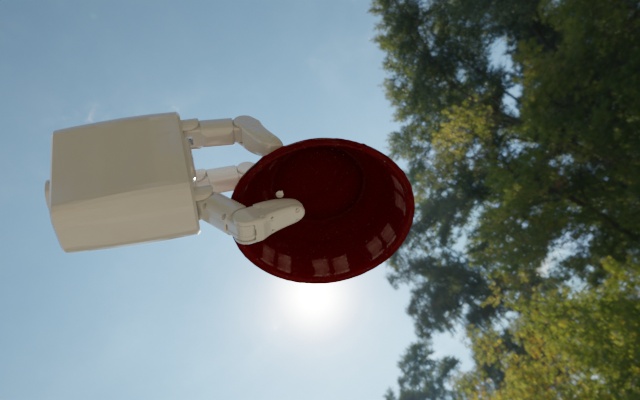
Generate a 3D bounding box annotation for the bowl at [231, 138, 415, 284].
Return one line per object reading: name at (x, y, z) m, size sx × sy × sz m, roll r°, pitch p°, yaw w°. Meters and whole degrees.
bowl at (0.001, 0.001, 0.433) m, size 0.162 × 0.162 × 0.055 m, roll 0°, pitch 37°, yaw -5°
